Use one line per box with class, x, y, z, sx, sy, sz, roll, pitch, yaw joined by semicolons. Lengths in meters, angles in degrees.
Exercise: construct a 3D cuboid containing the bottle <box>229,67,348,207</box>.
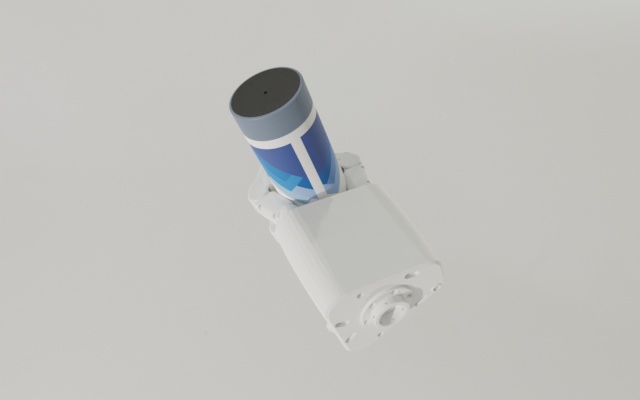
bottle;0.000;0.001;0.499;0.069;0.069;0.296;0;-38;23
